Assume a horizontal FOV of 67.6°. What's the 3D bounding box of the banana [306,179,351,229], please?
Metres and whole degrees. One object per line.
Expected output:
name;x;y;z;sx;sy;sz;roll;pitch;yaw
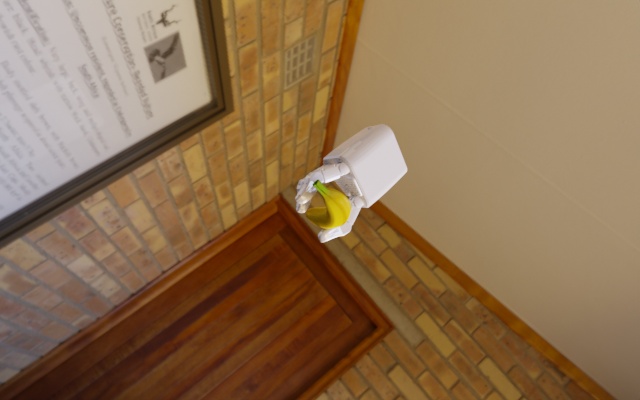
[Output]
banana;0.014;0.015;0.766;0.037;0.069;0.198;-43;-7;-16
